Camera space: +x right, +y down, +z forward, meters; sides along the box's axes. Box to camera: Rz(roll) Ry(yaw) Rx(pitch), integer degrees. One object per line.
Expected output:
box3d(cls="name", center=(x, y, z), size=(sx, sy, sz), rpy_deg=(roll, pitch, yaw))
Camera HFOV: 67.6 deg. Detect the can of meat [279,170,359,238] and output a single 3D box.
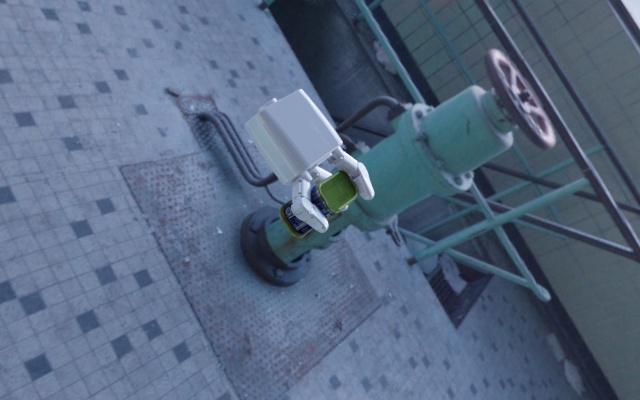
box3d(cls="can of meat", center=(0.000, 0.002, 0.728), size=(0.084, 0.057, 0.102), rpy_deg=(-33, 2, 35))
